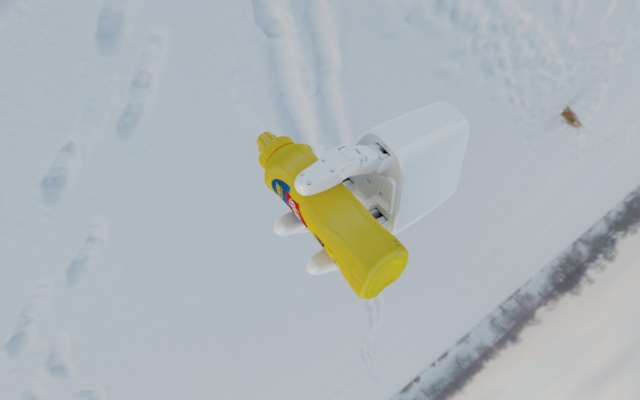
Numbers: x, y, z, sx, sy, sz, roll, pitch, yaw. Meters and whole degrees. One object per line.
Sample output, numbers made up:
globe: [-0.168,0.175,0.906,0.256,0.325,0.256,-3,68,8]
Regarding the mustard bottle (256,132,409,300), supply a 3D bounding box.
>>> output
mustard bottle: [0.000,0.002,0.452,0.058,0.191,0.096,-38,-23,-7]
